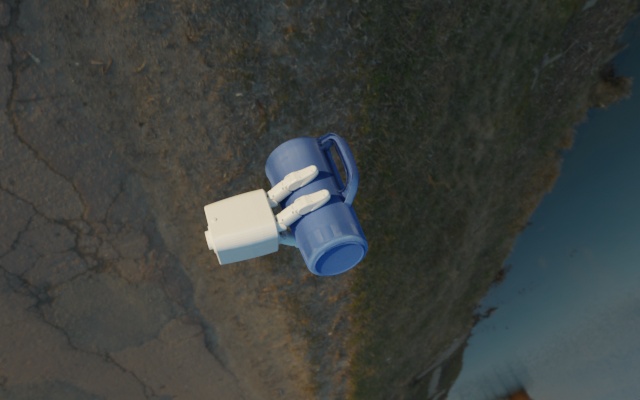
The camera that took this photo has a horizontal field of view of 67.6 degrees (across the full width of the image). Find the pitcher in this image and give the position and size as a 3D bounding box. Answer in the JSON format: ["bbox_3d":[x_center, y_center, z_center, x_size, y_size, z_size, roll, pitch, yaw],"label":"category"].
[{"bbox_3d":[0.000,0.003,0.853,0.145,0.242,0.149,-14,-38,-12],"label":"pitcher"}]
